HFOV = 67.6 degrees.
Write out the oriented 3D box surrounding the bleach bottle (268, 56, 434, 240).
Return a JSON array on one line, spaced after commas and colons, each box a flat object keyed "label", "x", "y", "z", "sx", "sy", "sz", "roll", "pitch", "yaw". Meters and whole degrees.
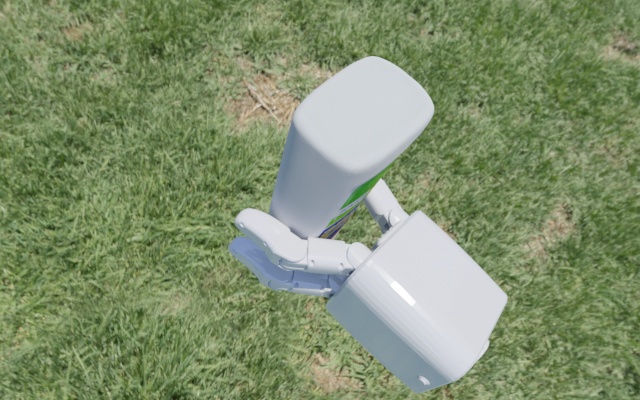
[{"label": "bleach bottle", "x": 0.000, "y": 0.001, "z": 0.409, "sx": 0.102, "sy": 0.068, "sz": 0.251, "roll": -40, "pitch": -12, "yaw": -30}]
